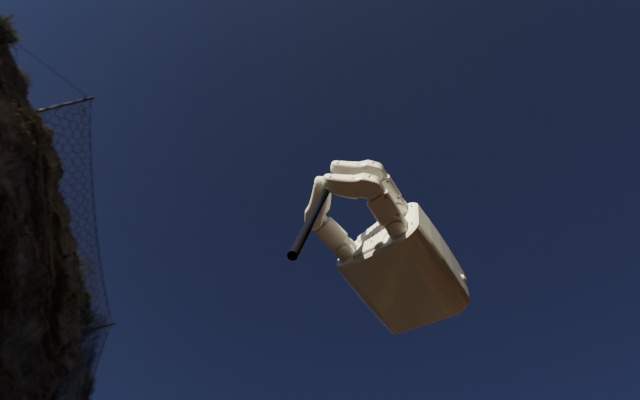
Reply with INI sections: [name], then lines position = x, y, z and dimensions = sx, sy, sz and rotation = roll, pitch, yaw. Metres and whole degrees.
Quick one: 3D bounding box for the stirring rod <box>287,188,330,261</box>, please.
[stirring rod]
position = 0.000, 0.002, 0.460
dimensions = 0.011, 0.011, 0.239
rotation = 0, 19, 10
